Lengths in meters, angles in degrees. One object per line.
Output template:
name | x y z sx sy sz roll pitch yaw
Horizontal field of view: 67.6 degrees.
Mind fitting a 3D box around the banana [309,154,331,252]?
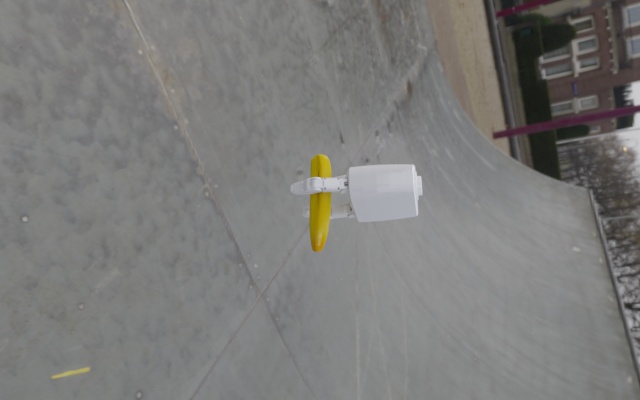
banana | 0.000 -0.011 0.819 0.037 0.197 0.070 0 -35 0
